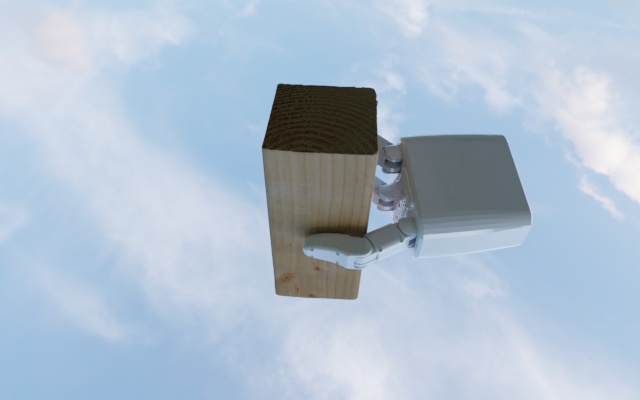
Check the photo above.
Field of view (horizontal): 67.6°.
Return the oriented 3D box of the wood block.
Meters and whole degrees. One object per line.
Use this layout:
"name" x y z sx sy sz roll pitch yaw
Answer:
"wood block" 0.000 0.002 0.461 0.090 0.090 0.206 3 -43 2
